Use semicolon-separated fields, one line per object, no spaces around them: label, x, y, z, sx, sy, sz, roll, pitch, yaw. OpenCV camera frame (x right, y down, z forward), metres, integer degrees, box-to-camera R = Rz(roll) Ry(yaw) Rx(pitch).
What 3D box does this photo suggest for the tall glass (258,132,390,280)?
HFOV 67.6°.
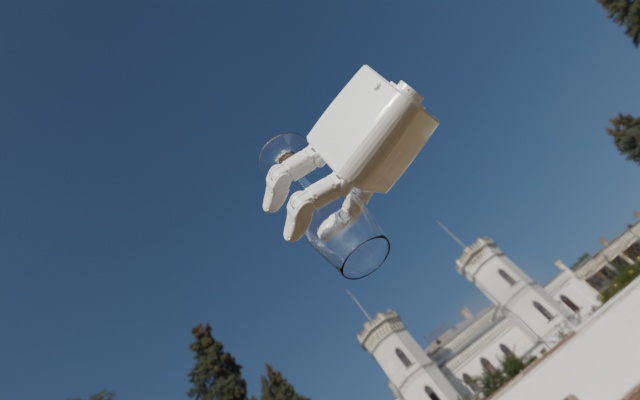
tall glass;0.000;0.002;0.566;0.079;0.079;0.201;0;37;-38
